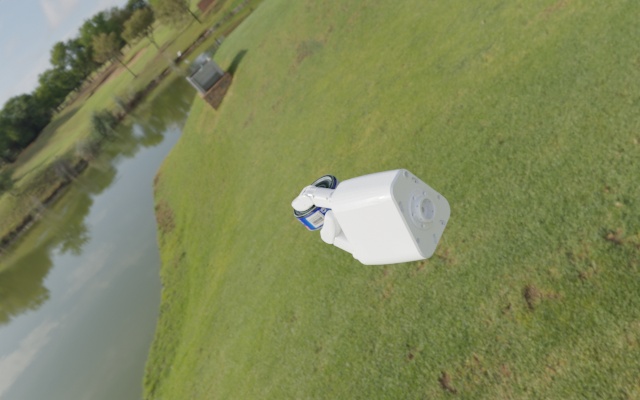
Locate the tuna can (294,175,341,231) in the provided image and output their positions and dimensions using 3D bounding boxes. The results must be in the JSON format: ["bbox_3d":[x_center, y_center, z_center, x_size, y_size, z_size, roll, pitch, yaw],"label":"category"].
[{"bbox_3d":[0.000,0.002,0.718,0.034,0.086,0.086,43,-19,-22],"label":"tuna can"}]
